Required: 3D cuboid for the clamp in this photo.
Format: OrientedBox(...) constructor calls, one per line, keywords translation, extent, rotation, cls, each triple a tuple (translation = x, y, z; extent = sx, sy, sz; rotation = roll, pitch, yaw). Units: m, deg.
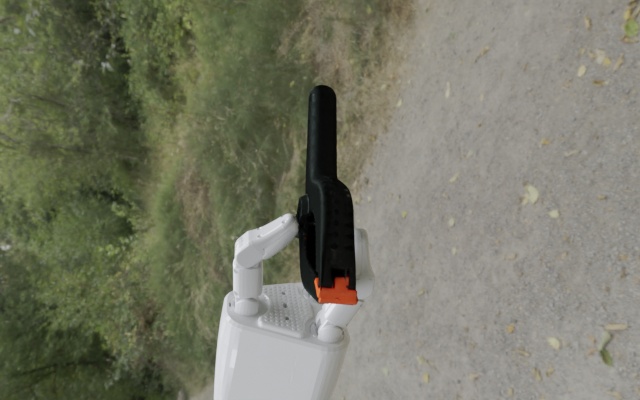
OrientedBox(translation=(-0.001, 0.002, 0.399), extent=(0.036, 0.165, 0.210), rotation=(5, 24, -12), cls="clamp")
